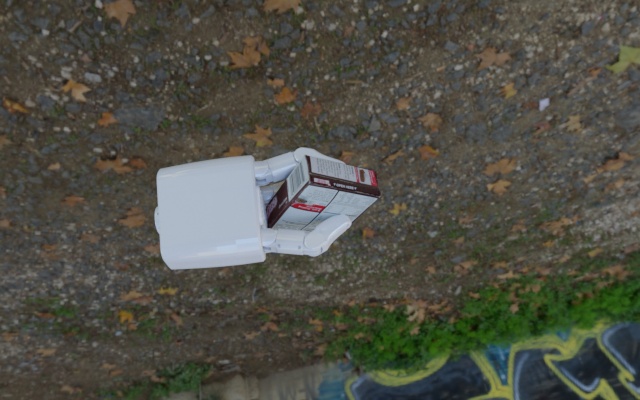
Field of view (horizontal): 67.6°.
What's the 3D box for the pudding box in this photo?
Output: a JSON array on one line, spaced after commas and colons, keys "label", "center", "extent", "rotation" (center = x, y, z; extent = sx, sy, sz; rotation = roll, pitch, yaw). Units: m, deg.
[{"label": "pudding box", "center": [0.000, 0.002, 0.538], "extent": [0.090, 0.039, 0.113], "rotation": [10, -33, -26]}]
